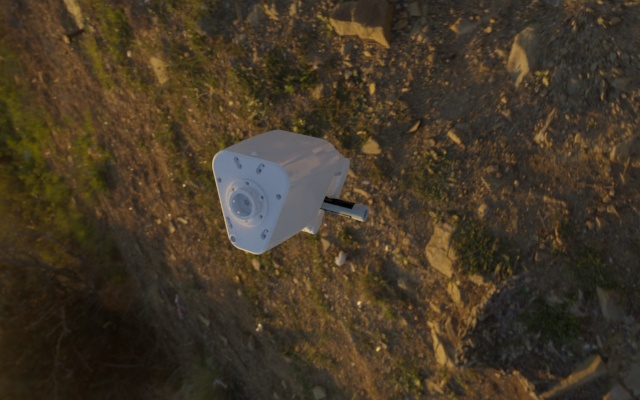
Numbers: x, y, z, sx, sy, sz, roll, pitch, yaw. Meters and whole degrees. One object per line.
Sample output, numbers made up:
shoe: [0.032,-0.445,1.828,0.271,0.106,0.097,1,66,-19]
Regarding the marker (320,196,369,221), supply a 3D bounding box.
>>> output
marker: [0.000,0.002,0.583,0.121,0.020,0.020,15,6,23]
